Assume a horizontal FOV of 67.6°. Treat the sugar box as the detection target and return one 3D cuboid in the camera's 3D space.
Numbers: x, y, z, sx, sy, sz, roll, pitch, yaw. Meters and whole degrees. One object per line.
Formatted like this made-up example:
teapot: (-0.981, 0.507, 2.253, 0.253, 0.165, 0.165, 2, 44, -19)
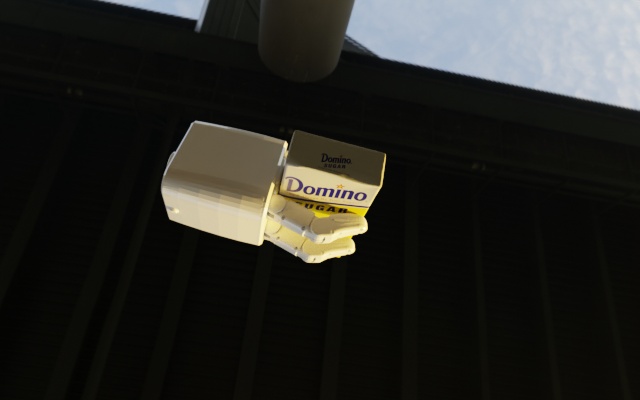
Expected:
sugar box: (0.000, 0.002, 0.516, 0.093, 0.048, 0.176, 14, -28, -3)
